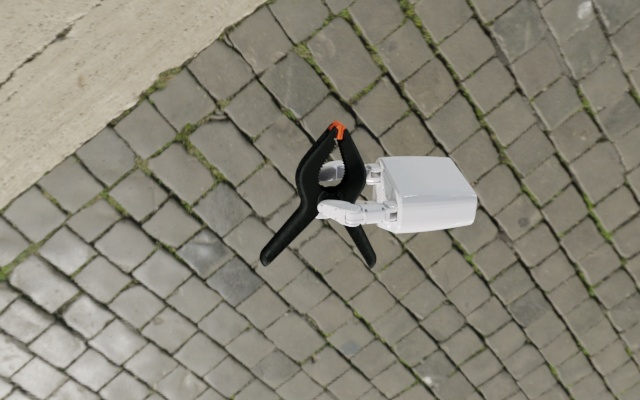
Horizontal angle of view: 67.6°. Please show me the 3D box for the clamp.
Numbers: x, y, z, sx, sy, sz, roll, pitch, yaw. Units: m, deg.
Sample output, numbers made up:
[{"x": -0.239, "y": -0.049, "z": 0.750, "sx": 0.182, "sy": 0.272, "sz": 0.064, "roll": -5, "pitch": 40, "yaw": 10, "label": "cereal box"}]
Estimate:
[{"x": 0.001, "y": 0.002, "z": 0.629, "sx": 0.164, "sy": 0.210, "sz": 0.036, "roll": -4, "pitch": 22, "yaw": -13, "label": "clamp"}]
